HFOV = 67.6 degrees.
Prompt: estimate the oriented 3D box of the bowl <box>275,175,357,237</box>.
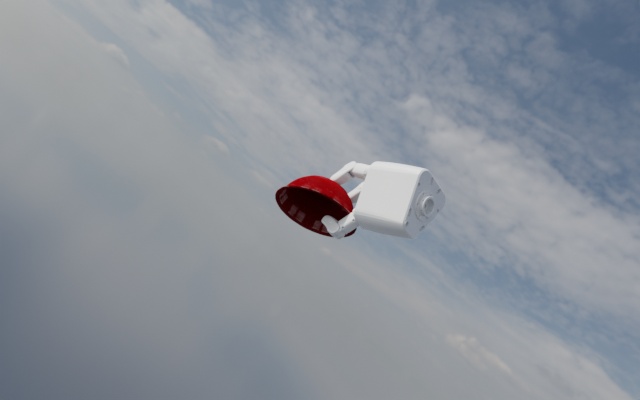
[{"bbox_3d":[-0.001,0.002,0.884,0.162,0.055,0.162,19,-28,11],"label":"bowl"}]
